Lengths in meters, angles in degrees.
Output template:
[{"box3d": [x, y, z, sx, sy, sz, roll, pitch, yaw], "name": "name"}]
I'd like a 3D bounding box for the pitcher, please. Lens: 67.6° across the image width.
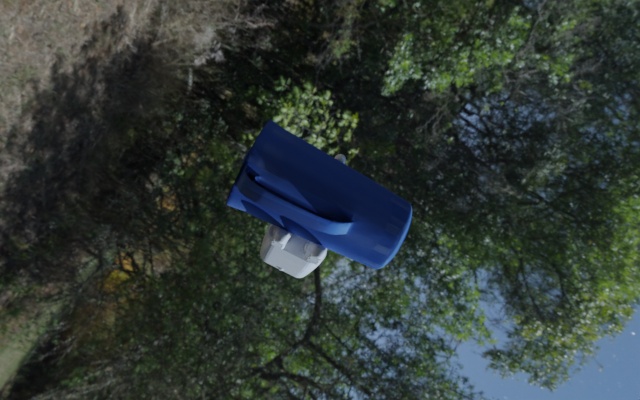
[{"box3d": [0.000, 0.002, 0.666, 0.243, 0.149, 0.145, 27, -30, -4], "name": "pitcher"}]
